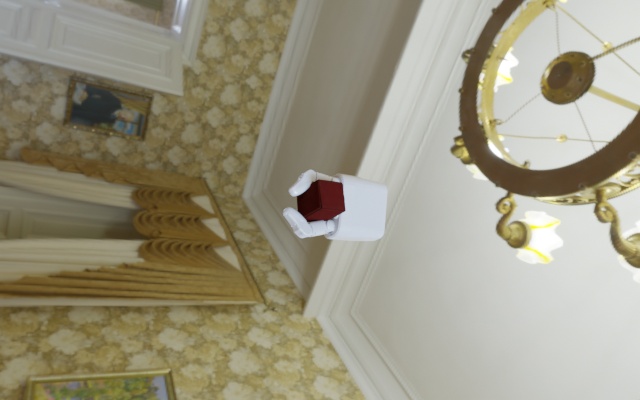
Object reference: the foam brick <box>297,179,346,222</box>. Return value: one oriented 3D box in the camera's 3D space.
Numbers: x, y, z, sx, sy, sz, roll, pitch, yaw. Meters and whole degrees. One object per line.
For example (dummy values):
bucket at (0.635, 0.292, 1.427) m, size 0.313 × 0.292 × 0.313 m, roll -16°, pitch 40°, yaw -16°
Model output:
foam brick at (0.000, 0.003, 0.820) m, size 0.051 × 0.053 × 0.078 m, roll 7°, pitch -22°, yaw -31°
